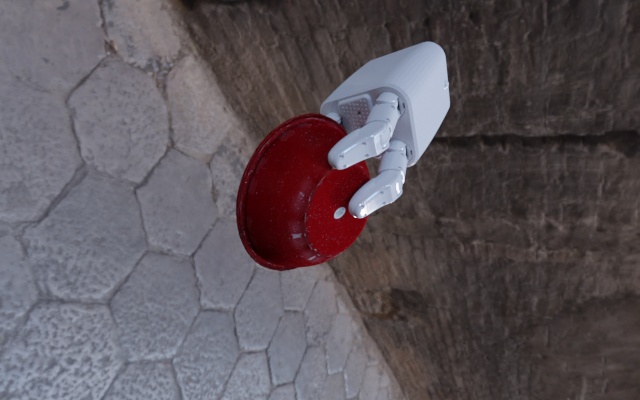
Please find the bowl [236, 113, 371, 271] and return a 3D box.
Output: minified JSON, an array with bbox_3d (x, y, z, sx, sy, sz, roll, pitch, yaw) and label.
[{"bbox_3d":[0.000,0.003,0.458,0.055,0.162,0.162,23,15,41],"label":"bowl"}]
